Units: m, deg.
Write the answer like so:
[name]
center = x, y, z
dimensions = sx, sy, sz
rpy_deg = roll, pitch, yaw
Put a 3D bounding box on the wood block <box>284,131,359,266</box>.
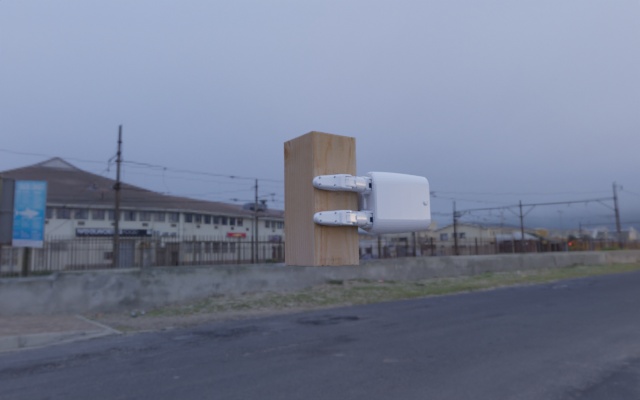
[wood block]
center = 0.000, 0.002, 0.778
dimensions = 0.090, 0.206, 0.091
rpy_deg = 3, -8, -34
